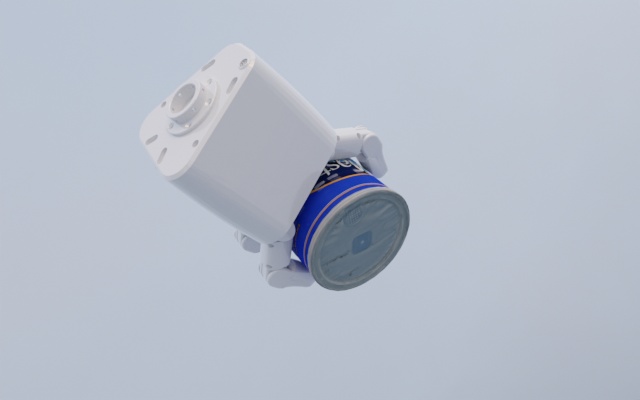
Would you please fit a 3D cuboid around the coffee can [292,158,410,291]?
[{"bbox_3d":[0.000,0.002,0.451,0.103,0.103,0.140,0,30,-37],"label":"coffee can"}]
